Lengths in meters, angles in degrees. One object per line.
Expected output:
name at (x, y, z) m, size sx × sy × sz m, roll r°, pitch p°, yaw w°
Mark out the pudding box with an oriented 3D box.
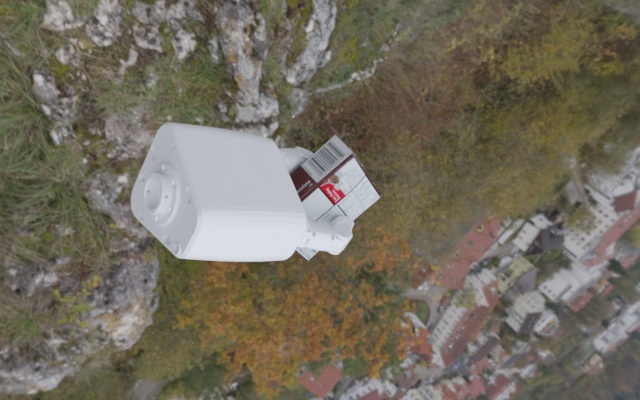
pudding box at (0.000, 0.002, 0.491) m, size 0.039 × 0.113 × 0.090 m, roll 51°, pitch 1°, yaw 36°
